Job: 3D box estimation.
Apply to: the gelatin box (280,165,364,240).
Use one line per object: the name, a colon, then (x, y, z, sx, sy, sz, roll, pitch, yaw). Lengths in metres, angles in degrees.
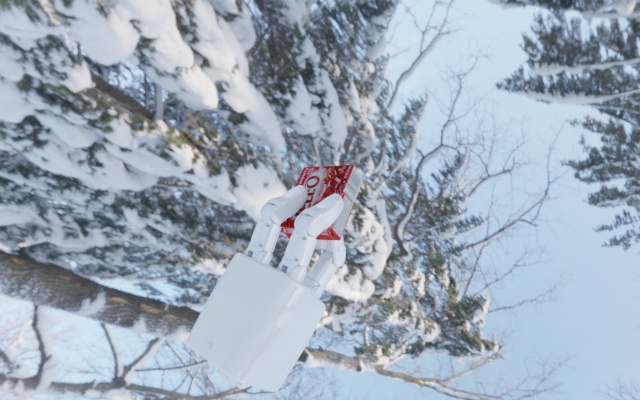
gelatin box: (0.000, 0.002, 0.546, 0.073, 0.089, 0.030, 0, -35, 37)
